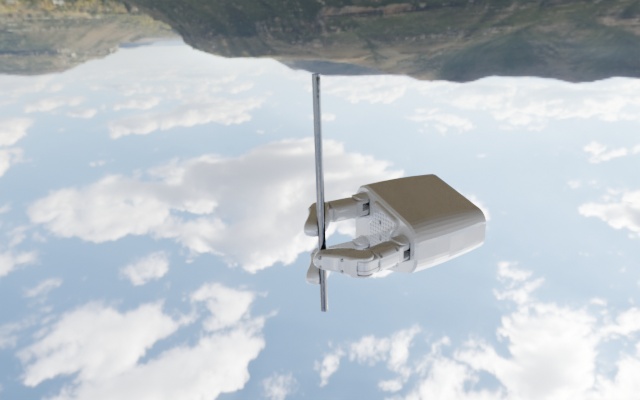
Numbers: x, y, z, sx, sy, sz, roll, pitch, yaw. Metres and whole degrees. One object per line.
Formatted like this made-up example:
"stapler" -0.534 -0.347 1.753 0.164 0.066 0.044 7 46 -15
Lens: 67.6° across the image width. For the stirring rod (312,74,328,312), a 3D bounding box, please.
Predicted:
"stirring rod" 0.000 0.001 0.463 0.011 0.240 0.011 -2 19 1
